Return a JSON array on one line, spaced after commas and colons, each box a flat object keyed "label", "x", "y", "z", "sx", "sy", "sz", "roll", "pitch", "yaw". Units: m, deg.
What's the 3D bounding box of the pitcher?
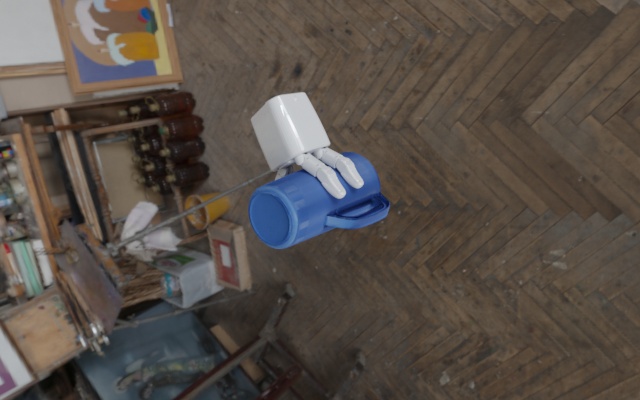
[{"label": "pitcher", "x": 0.000, "y": 0.003, "z": 0.844, "sx": 0.149, "sy": 0.145, "sz": 0.243, "roll": -25, "pitch": -1, "yaw": 41}]
